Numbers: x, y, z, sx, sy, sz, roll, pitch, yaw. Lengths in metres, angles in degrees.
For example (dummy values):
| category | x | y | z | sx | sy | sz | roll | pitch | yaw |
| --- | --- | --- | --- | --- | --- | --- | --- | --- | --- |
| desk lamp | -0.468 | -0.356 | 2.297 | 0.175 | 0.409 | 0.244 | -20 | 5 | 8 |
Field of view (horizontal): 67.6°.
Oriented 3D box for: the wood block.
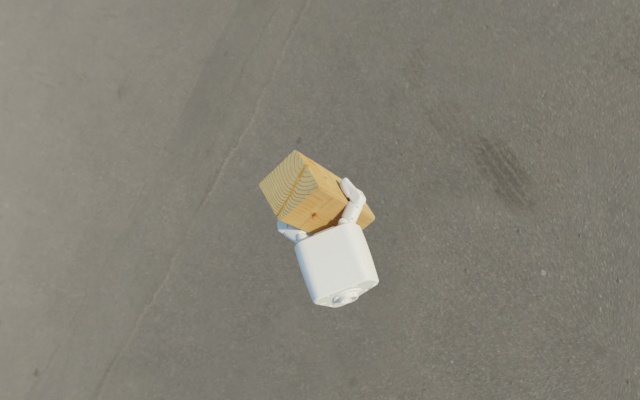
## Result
| category | x | y | z | sx | sy | sz | roll | pitch | yaw |
| --- | --- | --- | --- | --- | --- | --- | --- | --- | --- |
| wood block | 0.000 | 0.003 | 0.855 | 0.091 | 0.090 | 0.206 | -42 | -33 | 14 |
